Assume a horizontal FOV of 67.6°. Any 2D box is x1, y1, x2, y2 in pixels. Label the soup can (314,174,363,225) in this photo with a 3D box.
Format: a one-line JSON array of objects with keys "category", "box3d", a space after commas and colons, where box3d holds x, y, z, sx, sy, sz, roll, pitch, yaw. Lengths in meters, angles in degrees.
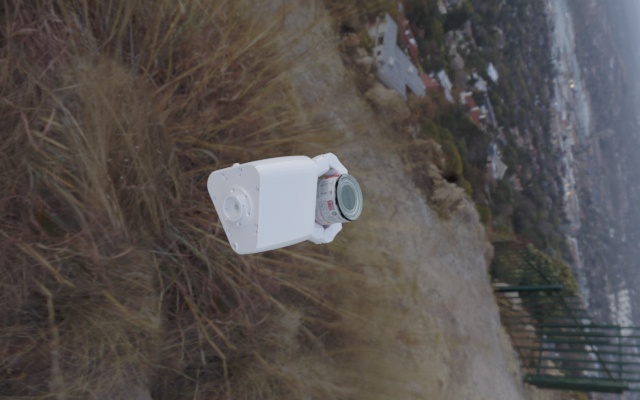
[{"category": "soup can", "box3d": [0.001, 0.002, 0.684, 0.102, 0.068, 0.068, -10, -6, 35]}]
